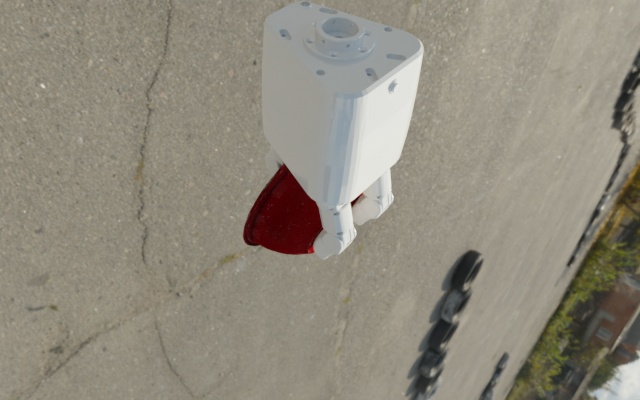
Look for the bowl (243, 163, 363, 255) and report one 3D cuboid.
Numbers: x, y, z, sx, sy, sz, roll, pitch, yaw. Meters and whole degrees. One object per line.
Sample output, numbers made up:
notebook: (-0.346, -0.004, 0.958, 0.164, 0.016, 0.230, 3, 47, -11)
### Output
bowl: (0.000, 0.002, 0.478, 0.055, 0.162, 0.162, 42, 12, 14)
